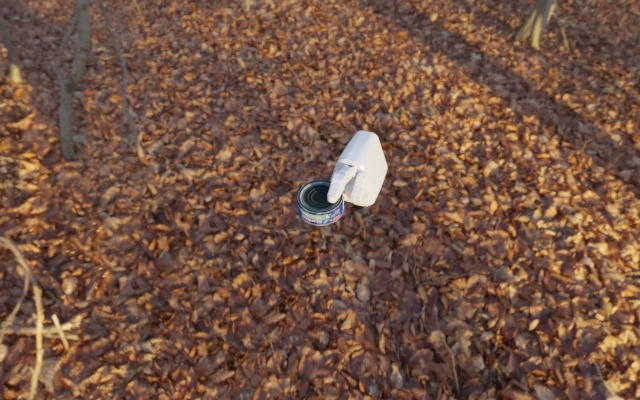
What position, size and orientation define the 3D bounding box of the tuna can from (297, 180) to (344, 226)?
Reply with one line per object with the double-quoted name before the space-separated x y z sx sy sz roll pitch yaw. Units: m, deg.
"tuna can" 0.000 0.003 0.869 0.086 0.086 0.034 0 -42 3
